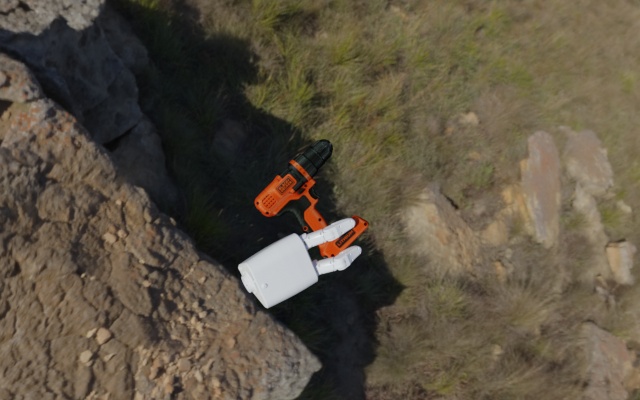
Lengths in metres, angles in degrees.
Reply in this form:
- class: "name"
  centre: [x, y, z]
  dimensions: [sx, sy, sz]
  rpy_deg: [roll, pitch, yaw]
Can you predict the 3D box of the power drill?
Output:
- class: "power drill"
  centre: [0.000, 0.003, 0.893]
  dimensions: [0.184, 0.187, 0.057]
  rpy_deg: [-45, -1, -2]
